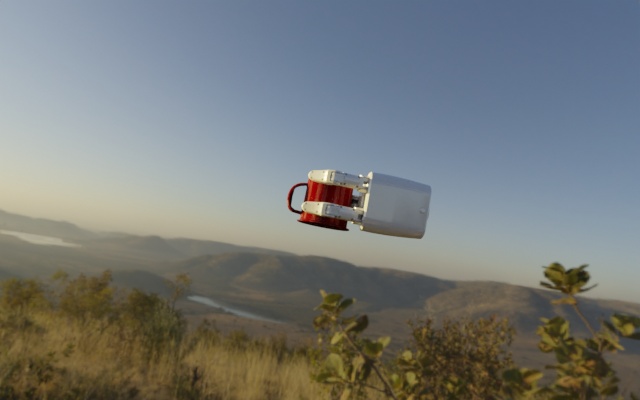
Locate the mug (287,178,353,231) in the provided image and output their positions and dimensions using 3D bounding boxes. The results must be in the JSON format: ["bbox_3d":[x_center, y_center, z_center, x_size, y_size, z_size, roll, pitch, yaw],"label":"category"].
[{"bbox_3d":[-0.001,0.002,0.835,0.117,0.081,0.093,11,-7,-4],"label":"mug"}]
